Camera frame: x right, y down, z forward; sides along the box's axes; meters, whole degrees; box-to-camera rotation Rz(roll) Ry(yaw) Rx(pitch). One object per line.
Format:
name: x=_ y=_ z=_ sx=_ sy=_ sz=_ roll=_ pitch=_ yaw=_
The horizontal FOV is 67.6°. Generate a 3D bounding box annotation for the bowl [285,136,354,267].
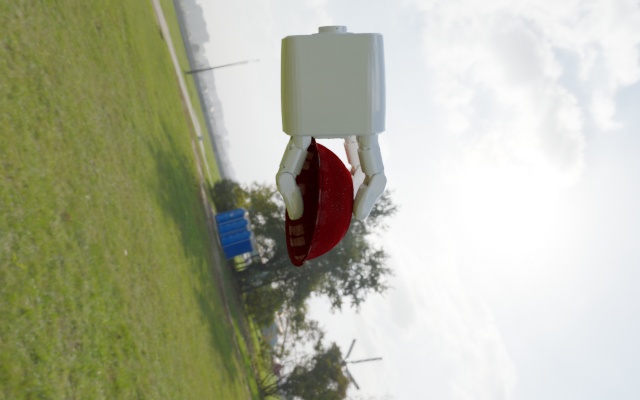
bowl: x=0.000 y=0.003 z=0.588 sx=0.055 sy=0.162 sz=0.162 roll=6 pitch=-2 yaw=-17
